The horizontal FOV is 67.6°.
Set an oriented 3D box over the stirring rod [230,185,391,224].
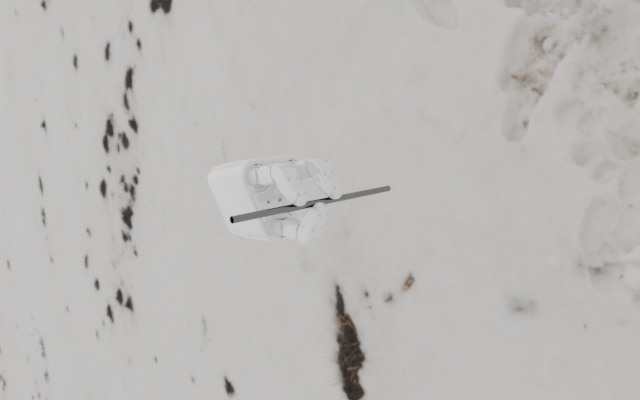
[{"bbox_3d":[0.000,0.002,0.568,0.239,0.011,0.011,-11,7,-39],"label":"stirring rod"}]
